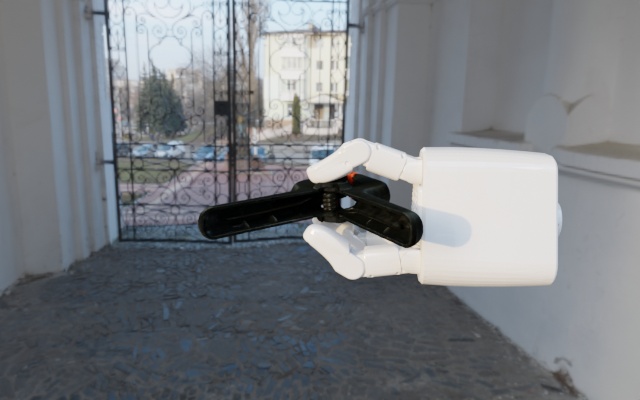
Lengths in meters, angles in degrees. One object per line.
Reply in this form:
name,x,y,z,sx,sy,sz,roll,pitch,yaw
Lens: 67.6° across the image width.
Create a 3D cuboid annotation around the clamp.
clamp,0.000,0.000,0.423,0.164,0.036,0.210,1,11,8
